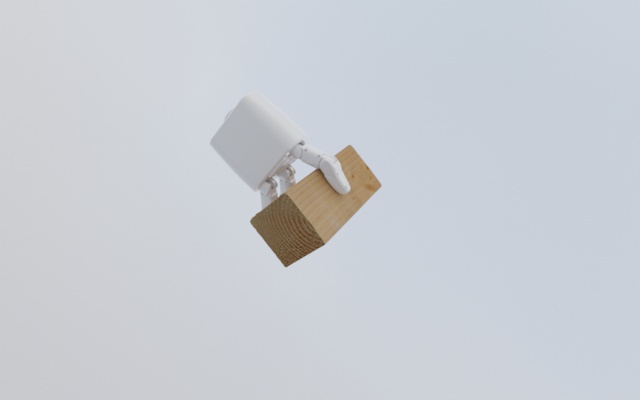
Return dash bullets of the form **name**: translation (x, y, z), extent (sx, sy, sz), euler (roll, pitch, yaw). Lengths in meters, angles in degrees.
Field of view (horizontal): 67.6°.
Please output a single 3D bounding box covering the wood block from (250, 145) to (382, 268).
- **wood block**: translation (0.000, 0.002, 0.736), extent (0.091, 0.090, 0.206), euler (-35, 4, 38)
